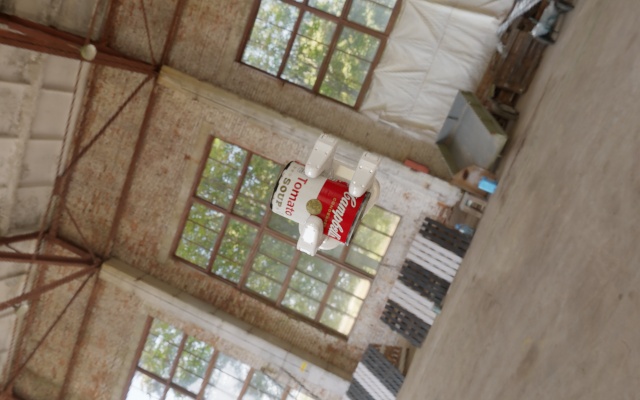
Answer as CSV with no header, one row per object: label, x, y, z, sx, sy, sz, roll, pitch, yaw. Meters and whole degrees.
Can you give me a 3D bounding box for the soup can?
soup can,0.000,0.002,0.564,0.102,0.068,0.068,24,3,8
